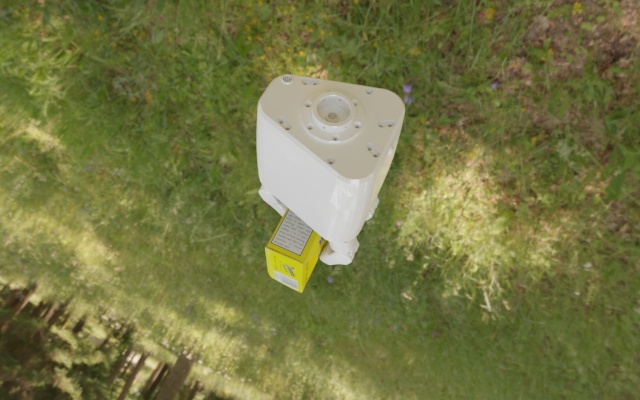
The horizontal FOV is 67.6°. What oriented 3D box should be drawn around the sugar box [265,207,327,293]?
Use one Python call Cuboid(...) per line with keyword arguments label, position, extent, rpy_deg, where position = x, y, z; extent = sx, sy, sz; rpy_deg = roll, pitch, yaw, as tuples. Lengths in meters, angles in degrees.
Cuboid(label="sugar box", position=(0.001, 0.002, 0.513), extent=(0.048, 0.176, 0.093), rpy_deg=(25, -26, 9))
